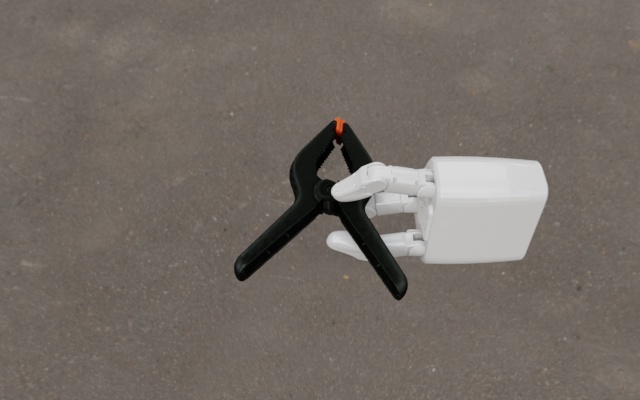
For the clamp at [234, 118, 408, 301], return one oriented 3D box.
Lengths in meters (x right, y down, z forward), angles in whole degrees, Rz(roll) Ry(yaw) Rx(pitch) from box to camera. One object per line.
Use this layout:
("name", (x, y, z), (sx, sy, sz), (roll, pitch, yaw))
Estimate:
("clamp", (0.000, 0.001, 0.496), (0.164, 0.209, 0.036), (1, -32, -2))
